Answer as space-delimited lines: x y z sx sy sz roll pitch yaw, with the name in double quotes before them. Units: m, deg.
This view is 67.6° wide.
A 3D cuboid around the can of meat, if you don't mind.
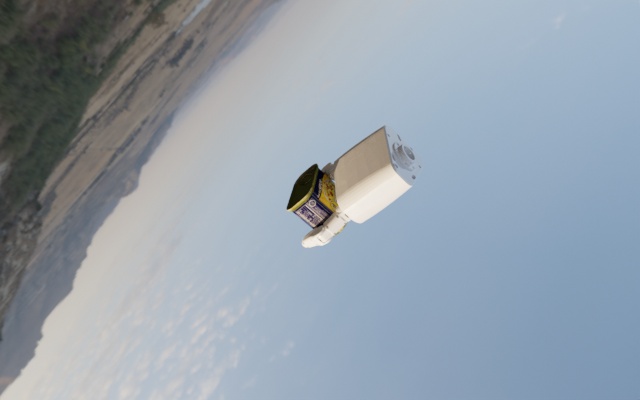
"can of meat" 0.000 0.003 0.770 0.057 0.084 0.102 -38 21 29
